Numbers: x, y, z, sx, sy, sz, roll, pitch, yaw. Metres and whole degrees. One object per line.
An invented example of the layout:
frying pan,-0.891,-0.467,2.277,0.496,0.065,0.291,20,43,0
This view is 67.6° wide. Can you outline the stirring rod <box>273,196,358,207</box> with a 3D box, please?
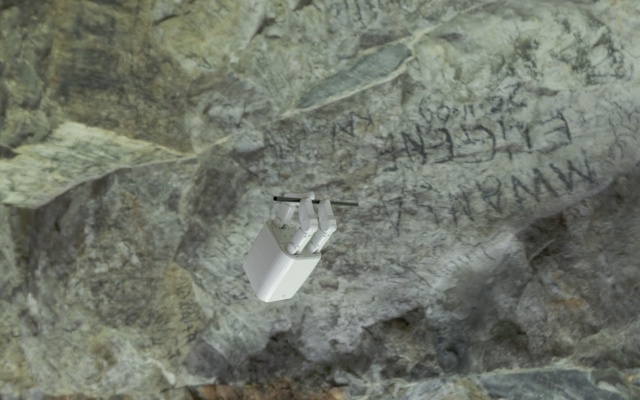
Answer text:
stirring rod,0.000,0.003,0.849,0.011,0.011,0.239,0,-3,37
